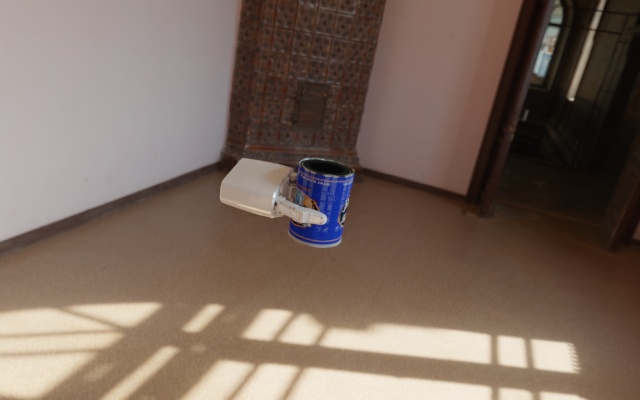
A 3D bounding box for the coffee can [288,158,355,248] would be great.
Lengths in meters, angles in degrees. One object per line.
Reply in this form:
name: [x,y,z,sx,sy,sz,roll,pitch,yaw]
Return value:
coffee can: [0.000,0.003,0.885,0.103,0.140,0.102,9,20,-3]
